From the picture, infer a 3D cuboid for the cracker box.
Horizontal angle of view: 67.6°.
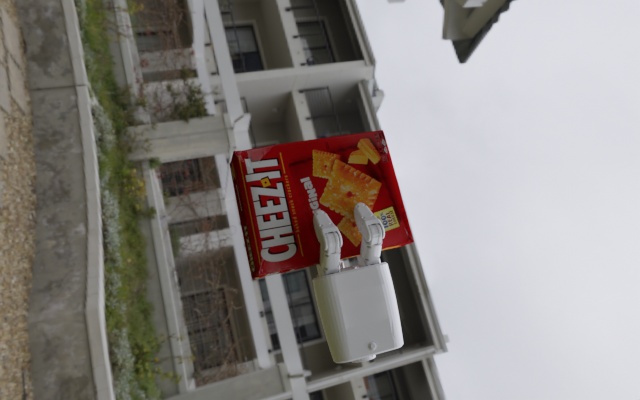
[{"bbox_3d":[0.000,0.002,0.641,0.213,0.164,0.072,-10,-10,-16],"label":"cracker box"}]
